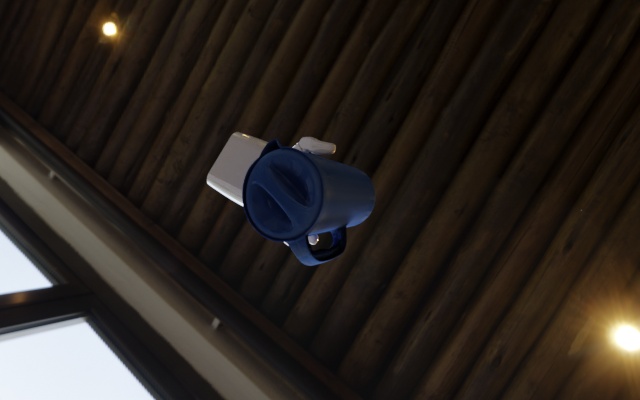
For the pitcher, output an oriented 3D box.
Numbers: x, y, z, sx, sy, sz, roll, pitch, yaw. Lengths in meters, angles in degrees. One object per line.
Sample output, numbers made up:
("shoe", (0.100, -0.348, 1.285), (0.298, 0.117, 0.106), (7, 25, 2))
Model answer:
("pitcher", (0.000, 0.002, 0.761), (0.145, 0.149, 0.243), (27, 12, 25))
